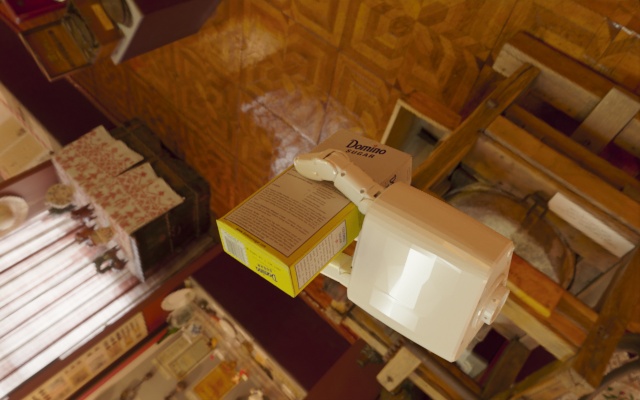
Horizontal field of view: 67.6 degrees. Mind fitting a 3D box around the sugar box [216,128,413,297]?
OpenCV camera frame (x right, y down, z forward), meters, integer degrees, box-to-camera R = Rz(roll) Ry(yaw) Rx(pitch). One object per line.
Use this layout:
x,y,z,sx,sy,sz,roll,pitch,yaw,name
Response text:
0.000,0.002,0.448,0.093,0.048,0.176,28,49,32,sugar box
